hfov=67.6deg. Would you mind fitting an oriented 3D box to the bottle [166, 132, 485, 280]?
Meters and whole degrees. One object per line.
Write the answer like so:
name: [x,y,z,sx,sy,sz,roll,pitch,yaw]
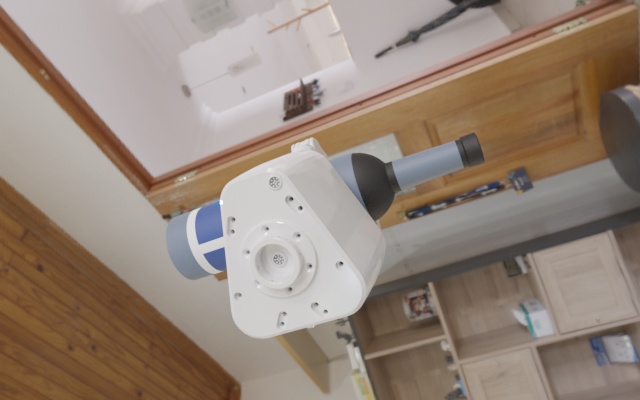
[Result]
bottle: [0.000,0.001,0.441,0.296,0.069,0.069,-19,-5,15]
